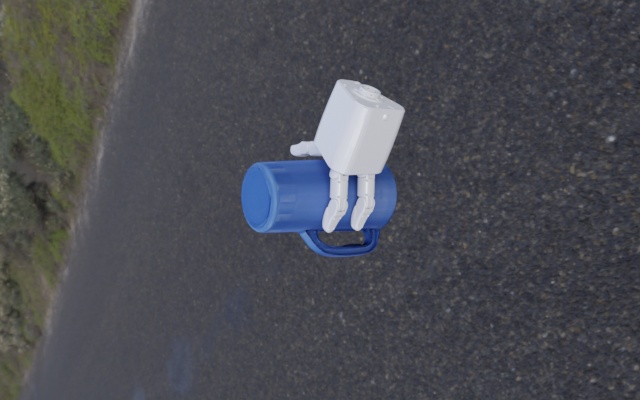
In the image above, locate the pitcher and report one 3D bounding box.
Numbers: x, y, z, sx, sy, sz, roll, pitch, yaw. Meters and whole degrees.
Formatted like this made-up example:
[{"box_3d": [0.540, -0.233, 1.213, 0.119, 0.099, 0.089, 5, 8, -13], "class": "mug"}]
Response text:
[{"box_3d": [0.000, 0.002, 0.788, 0.243, 0.145, 0.149, -3, 35, -37], "class": "pitcher"}]
